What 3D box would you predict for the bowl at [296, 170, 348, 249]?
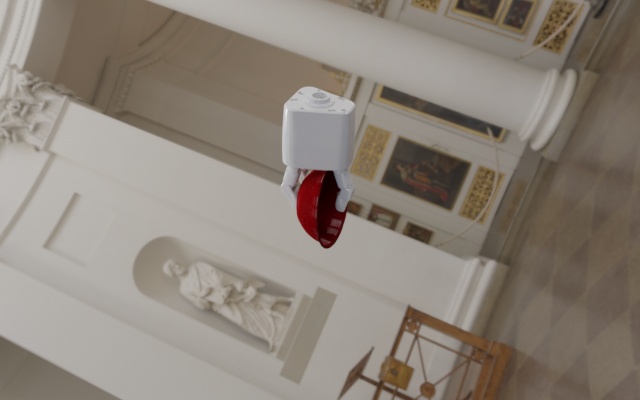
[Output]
[{"bbox_3d":[0.000,0.004,0.858,0.055,0.162,0.162,7,3,21],"label":"bowl"}]
